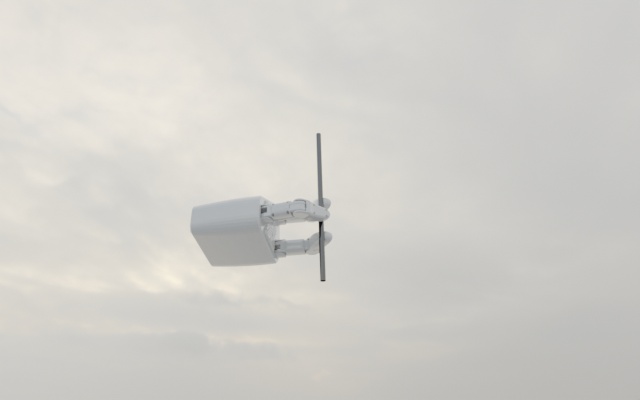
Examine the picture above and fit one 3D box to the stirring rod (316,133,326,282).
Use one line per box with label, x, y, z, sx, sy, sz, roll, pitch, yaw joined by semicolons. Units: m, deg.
stirring rod;0.000;0.002;0.706;0.011;0.239;0.011;-1;-26;-1
